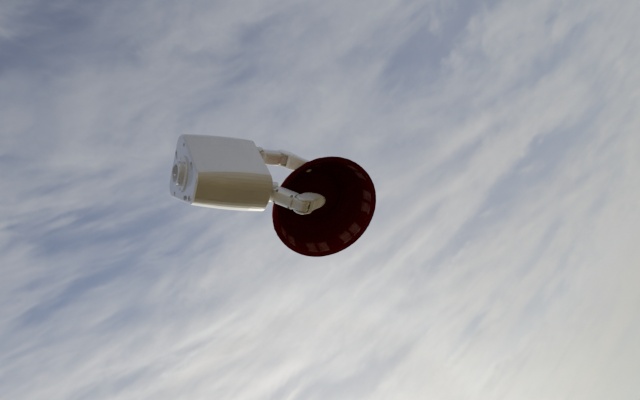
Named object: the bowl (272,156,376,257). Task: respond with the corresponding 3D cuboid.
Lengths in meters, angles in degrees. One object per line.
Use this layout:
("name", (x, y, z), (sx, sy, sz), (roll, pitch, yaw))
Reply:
("bowl", (0.001, 0.003, 0.722), (0.162, 0.162, 0.055), (0, 24, -20))
